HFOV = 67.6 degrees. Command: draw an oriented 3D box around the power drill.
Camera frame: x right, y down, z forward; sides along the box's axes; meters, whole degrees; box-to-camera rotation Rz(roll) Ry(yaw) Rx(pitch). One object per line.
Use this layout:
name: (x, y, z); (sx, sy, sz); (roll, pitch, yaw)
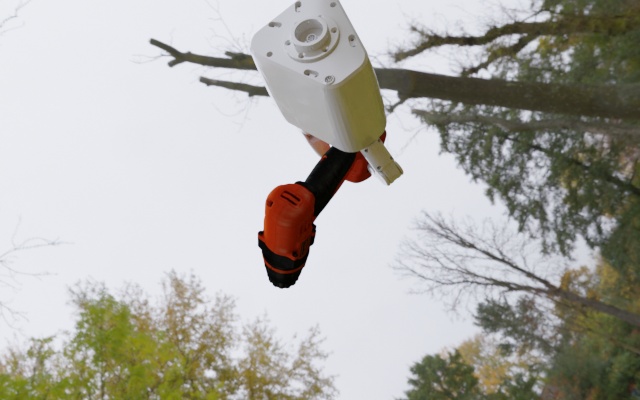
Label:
power drill: (0.000, 0.001, 0.544); (0.057, 0.187, 0.184); (30, -31, 10)
